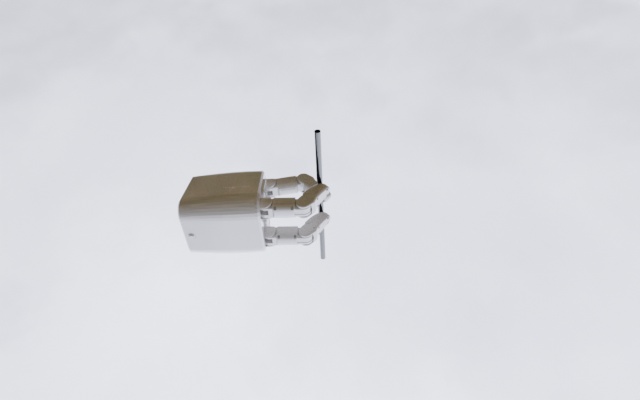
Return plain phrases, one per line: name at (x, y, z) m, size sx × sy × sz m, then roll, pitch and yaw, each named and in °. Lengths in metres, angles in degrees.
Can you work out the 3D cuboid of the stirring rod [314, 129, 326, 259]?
stirring rod at (0.000, 0.002, 0.673) m, size 0.011 × 0.240 × 0.011 m, roll -1°, pitch 43°, yaw 1°
